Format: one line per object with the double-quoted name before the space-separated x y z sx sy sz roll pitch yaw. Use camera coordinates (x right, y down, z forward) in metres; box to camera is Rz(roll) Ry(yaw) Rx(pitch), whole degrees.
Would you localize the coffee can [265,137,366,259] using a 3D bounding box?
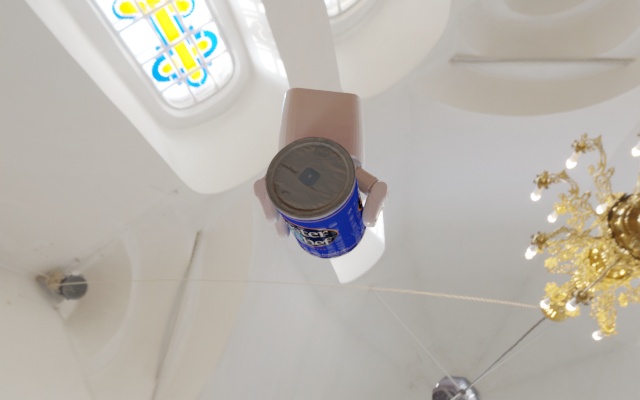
"coffee can" 0.000 0.002 0.592 0.103 0.102 0.140 0 -25 11
